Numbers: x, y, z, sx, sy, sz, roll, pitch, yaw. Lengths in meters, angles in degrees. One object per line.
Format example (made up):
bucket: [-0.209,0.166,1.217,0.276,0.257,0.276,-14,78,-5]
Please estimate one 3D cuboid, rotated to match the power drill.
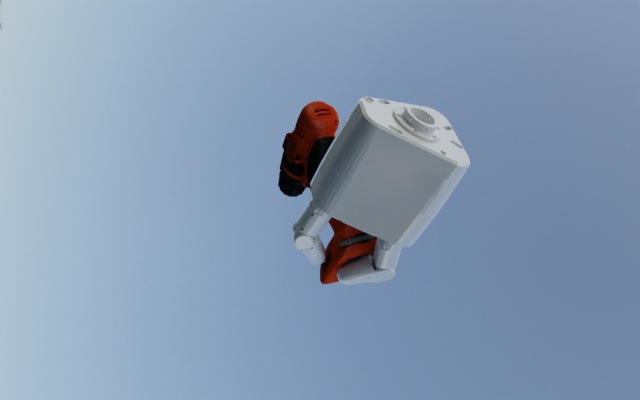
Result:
power drill: [0.000,0.002,0.582,0.057,0.187,0.184,-14,-22,-21]
